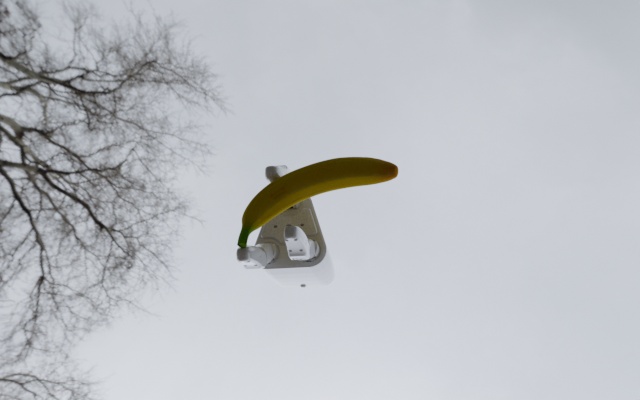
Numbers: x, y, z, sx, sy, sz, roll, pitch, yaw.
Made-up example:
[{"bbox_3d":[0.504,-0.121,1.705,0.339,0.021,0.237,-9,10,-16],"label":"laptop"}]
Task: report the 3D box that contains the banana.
[{"bbox_3d":[-0.010,-0.011,0.550,0.198,0.069,0.037,-26,-30,-3],"label":"banana"}]
